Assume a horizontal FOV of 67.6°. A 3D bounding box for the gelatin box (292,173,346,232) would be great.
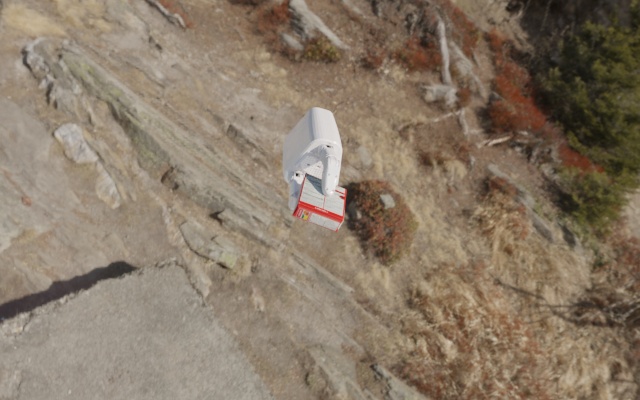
[{"bbox_3d":[0.000,0.002,0.742,0.073,0.030,0.089,21,34,-8],"label":"gelatin box"}]
